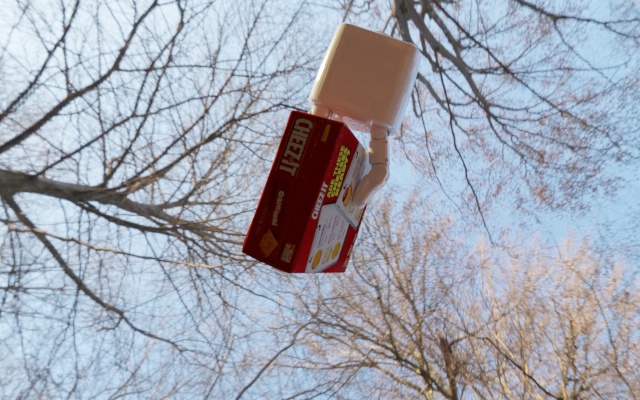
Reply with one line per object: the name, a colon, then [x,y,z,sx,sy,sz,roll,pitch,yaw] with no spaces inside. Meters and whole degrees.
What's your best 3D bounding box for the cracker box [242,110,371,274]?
cracker box: [0.000,0.002,0.588,0.072,0.164,0.214,18,-2,19]
